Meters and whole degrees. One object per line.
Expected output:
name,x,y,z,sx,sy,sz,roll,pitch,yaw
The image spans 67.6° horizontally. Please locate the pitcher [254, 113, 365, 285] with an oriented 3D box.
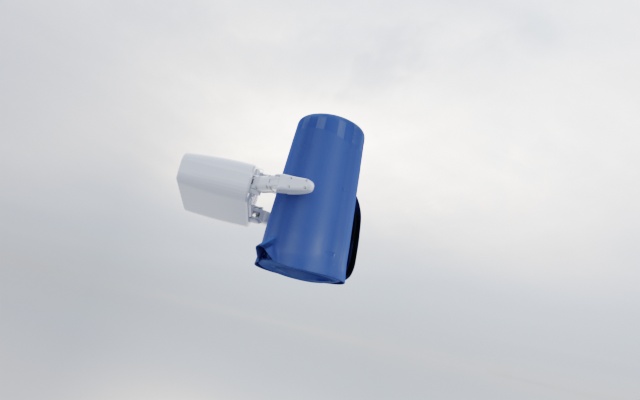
pitcher,0.000,0.002,0.721,0.145,0.242,0.149,12,-15,3
